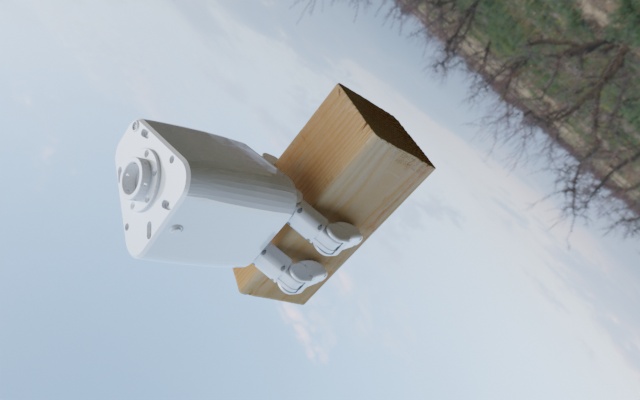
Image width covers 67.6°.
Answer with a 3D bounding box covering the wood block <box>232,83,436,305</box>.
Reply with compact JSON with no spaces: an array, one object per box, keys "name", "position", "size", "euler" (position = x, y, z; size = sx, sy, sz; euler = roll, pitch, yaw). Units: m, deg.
[{"name":"wood block","position":[0.000,0.001,0.481],"size":[0.090,0.206,0.090],"euler":[20,31,-40]}]
